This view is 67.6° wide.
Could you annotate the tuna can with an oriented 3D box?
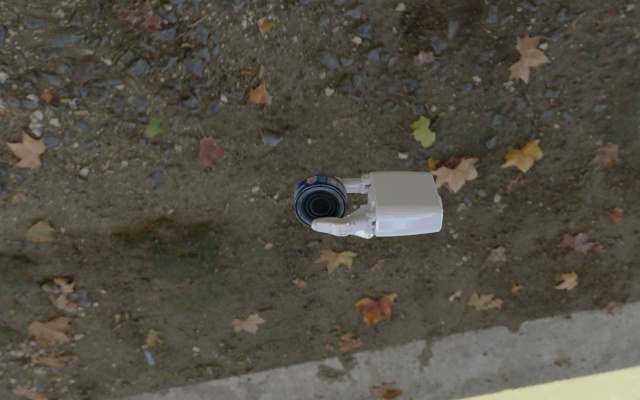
[{"bbox_3d":[0.000,0.003,0.760,0.086,0.086,0.033,0,31,1],"label":"tuna can"}]
